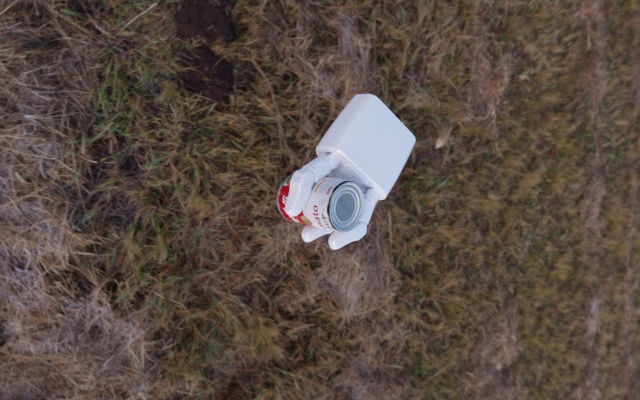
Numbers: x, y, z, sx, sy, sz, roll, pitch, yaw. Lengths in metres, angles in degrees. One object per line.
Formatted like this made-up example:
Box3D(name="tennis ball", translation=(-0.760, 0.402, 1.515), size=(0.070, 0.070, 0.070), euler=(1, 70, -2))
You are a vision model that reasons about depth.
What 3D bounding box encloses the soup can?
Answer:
Box3D(name="soup can", translation=(0.000, 0.002, 0.637), size=(0.068, 0.068, 0.102), euler=(0, 7, -44))
